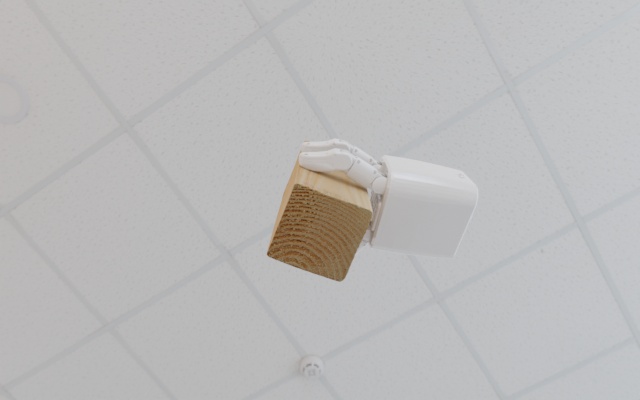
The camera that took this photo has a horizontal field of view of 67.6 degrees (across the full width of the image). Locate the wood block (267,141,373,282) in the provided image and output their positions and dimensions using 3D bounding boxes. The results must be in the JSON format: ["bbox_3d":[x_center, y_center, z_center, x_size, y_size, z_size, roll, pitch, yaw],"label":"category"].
[{"bbox_3d":[0.000,0.002,0.593,0.090,0.091,0.206,20,18,-6],"label":"wood block"}]
